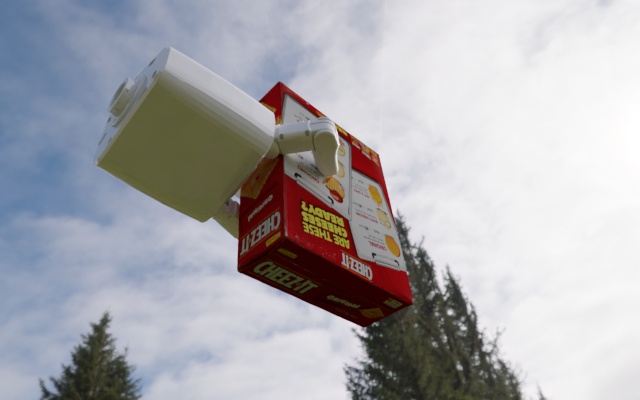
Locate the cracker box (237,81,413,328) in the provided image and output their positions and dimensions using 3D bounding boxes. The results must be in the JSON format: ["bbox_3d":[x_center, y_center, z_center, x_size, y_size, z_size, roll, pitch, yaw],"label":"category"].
[{"bbox_3d":[0.000,0.001,0.489,0.164,0.213,0.072,31,-54,-33],"label":"cracker box"}]
